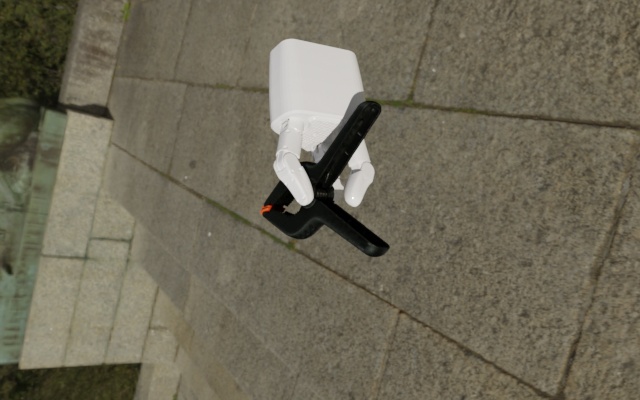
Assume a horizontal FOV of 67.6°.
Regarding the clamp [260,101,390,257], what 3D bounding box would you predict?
[{"bbox_3d":[-0.001,0.002,0.547,0.036,0.164,0.210,12,-26,-38],"label":"clamp"}]
